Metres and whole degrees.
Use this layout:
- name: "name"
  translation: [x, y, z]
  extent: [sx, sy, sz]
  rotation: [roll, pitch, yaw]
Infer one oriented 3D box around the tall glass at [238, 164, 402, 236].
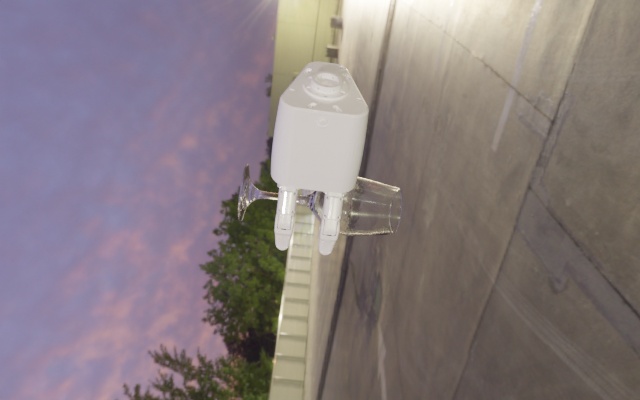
- name: "tall glass"
  translation: [-0.001, 0.002, 0.614]
  extent: [0.201, 0.079, 0.079]
  rotation: [7, 0, -3]
